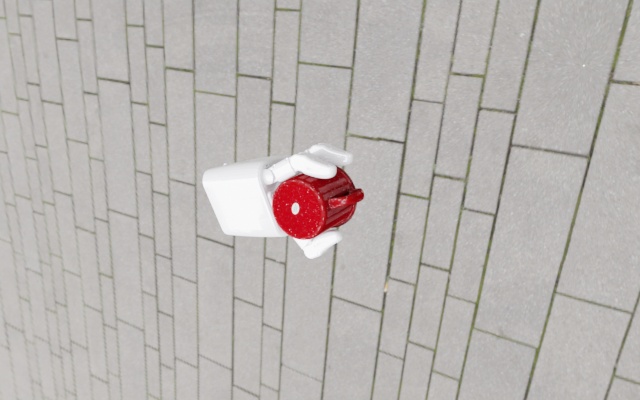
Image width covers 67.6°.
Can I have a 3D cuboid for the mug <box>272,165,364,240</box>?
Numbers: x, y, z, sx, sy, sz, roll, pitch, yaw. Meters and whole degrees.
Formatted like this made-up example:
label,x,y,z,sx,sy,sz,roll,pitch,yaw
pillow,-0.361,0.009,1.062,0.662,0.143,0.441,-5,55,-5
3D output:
label,x,y,z,sx,sy,sz,roll,pitch,yaw
mug,0.001,0.002,0.622,0.117,0.093,0.081,-4,12,31
